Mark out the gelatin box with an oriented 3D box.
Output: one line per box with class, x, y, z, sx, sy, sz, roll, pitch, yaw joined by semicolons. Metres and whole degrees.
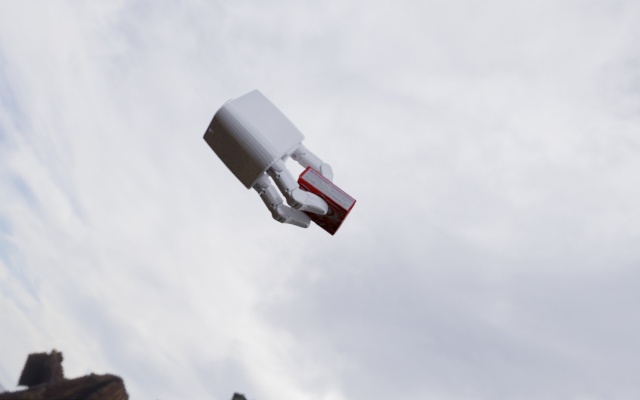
gelatin box;0.001;0.002;0.702;0.089;0.030;0.073;36;-37;6
